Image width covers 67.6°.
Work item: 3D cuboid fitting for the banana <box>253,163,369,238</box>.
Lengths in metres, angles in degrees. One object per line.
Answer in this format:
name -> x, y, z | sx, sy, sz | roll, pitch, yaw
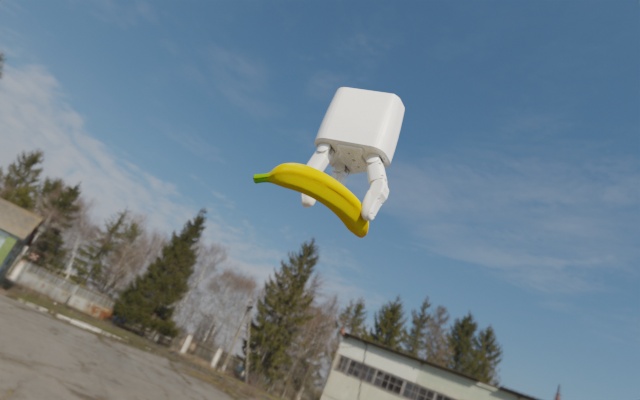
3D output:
banana -> 0.009, -0.003, 0.652 | 0.198, 0.037, 0.069 | 30, -29, -28
